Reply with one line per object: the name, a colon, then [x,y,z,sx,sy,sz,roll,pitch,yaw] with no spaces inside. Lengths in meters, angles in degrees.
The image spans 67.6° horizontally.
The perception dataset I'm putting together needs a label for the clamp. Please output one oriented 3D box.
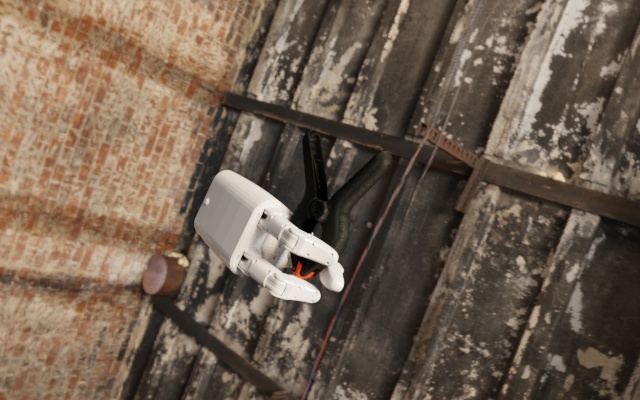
clamp: [0.000,0.002,0.544,0.039,0.171,0.120,18,11,-47]
